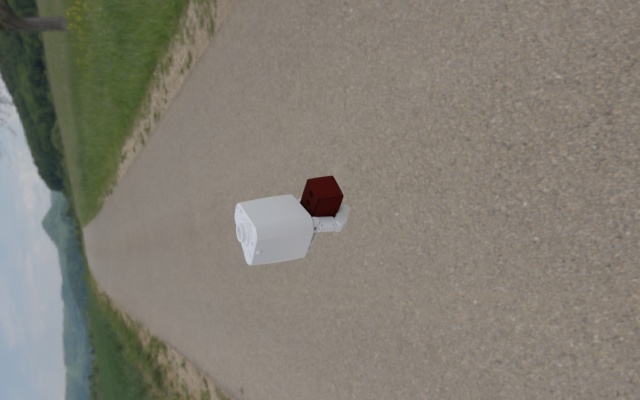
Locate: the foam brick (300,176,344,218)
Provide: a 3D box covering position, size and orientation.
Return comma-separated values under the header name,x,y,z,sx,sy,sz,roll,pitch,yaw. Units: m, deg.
name,x,y,z,sx,sy,sz,roll,pitch,yaw
foam brick,0.000,0.002,0.850,0.051,0.053,0.078,-7,-42,-26
